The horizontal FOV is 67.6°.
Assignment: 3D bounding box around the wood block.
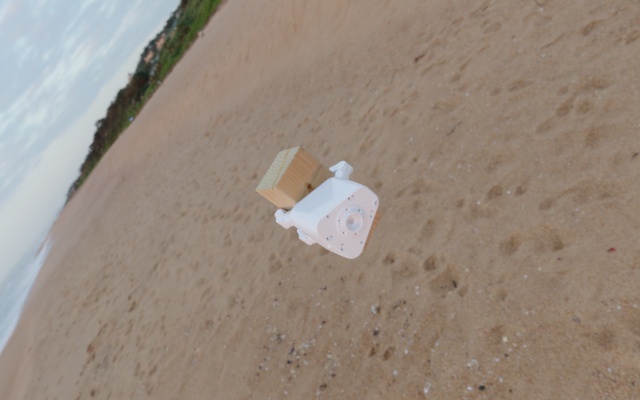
[{"bbox_3d":[0.000,0.002,0.868,0.206,0.090,0.090,38,-19,-23],"label":"wood block"}]
